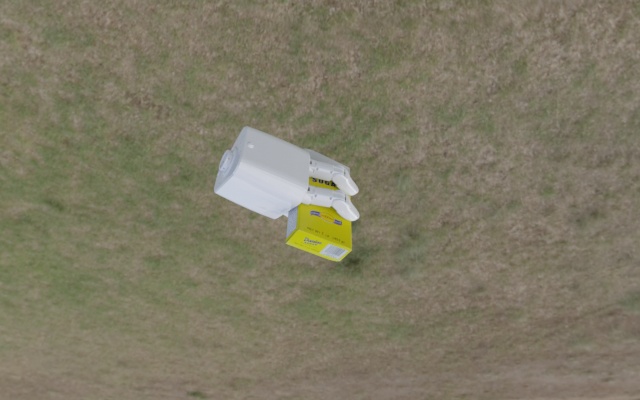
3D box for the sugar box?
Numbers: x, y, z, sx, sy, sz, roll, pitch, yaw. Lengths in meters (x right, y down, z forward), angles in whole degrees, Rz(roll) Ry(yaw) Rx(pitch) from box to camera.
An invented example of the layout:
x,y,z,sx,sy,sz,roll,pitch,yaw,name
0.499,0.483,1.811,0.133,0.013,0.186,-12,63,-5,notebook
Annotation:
x,y,z,sx,sy,sz,roll,pitch,yaw,name
0.000,0.002,0.744,0.093,0.176,0.048,23,-44,-22,sugar box
